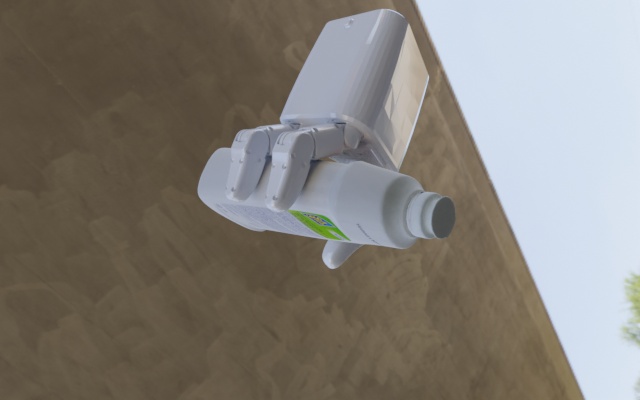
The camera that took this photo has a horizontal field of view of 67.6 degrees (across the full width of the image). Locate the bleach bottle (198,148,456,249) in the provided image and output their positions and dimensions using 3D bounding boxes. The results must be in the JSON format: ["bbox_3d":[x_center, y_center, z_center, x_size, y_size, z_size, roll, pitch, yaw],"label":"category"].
[{"bbox_3d":[0.000,0.001,0.405,0.251,0.068,0.103,9,-17,46],"label":"bleach bottle"}]
